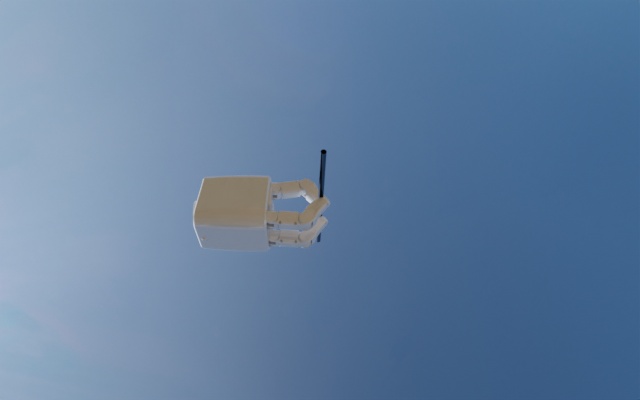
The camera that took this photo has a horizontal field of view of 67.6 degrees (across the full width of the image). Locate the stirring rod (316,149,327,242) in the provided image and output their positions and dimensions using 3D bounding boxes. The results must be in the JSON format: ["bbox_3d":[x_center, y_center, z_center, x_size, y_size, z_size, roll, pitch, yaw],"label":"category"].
[{"bbox_3d":[0.000,0.002,0.730,0.011,0.011,0.240,0,-34,-2],"label":"stirring rod"}]
